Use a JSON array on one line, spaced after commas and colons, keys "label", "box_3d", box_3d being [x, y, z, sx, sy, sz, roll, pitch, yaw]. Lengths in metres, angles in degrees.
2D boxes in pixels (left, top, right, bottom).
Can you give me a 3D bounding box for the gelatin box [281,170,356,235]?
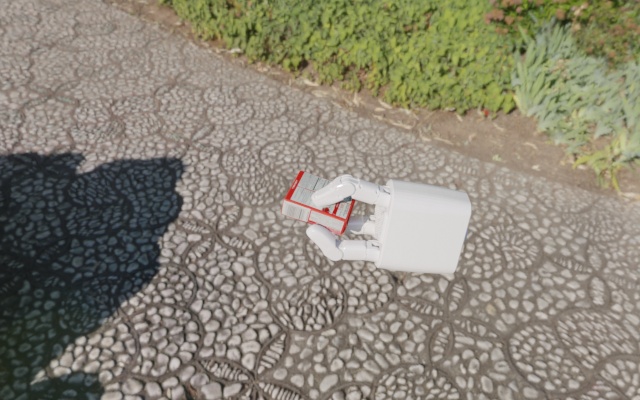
[{"label": "gelatin box", "box_3d": [0.000, 0.002, 0.645, 0.089, 0.030, 0.073, 19, 39, 3]}]
